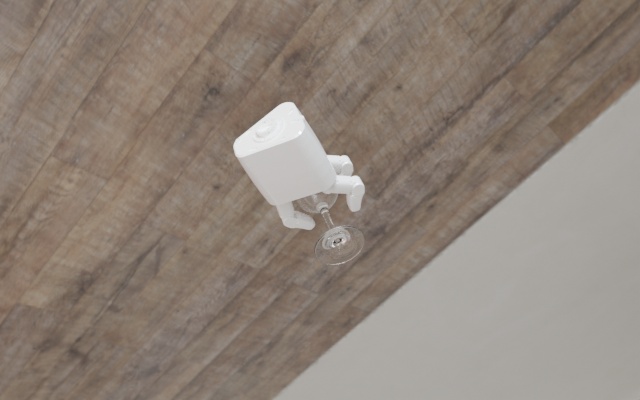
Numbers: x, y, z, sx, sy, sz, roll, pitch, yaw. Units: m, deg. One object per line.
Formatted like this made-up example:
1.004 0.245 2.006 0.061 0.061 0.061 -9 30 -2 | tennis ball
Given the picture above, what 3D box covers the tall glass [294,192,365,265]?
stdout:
0.000 0.003 0.745 0.079 0.079 0.201 0 38 -20 | tall glass
